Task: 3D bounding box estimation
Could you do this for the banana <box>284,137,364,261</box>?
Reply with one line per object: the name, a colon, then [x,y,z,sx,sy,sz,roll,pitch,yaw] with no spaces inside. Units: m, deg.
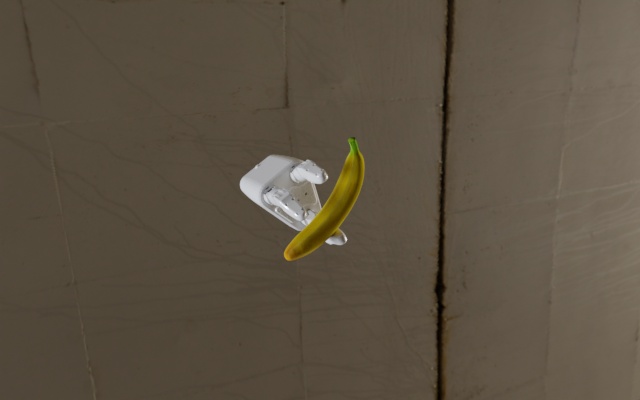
banana: [0.015,0.006,0.699,0.070,0.198,0.037,28,0,-36]
